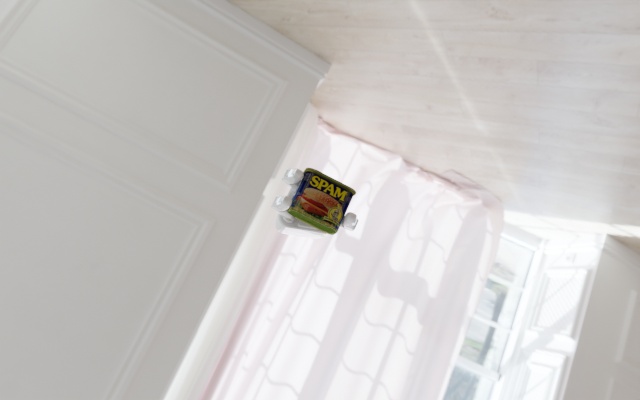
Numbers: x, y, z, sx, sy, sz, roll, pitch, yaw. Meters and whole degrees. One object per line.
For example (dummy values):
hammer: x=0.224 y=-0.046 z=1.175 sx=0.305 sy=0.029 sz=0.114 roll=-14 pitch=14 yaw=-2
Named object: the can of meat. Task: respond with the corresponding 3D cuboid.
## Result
can of meat: x=0.000 y=0.003 z=0.854 sx=0.102 sy=0.084 sz=0.057 roll=27 pitch=-16 yaw=-7
